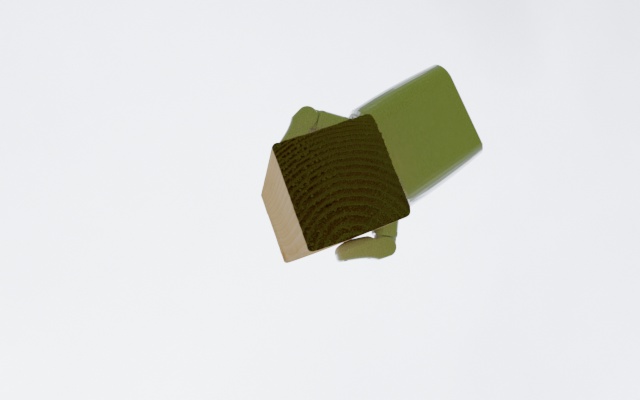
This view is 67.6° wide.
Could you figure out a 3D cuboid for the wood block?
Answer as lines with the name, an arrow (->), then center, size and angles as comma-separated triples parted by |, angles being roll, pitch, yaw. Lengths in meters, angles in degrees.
wood block -> 0.001, 0.002, 0.469 | 0.090, 0.091, 0.206 | -20, -6, -12
